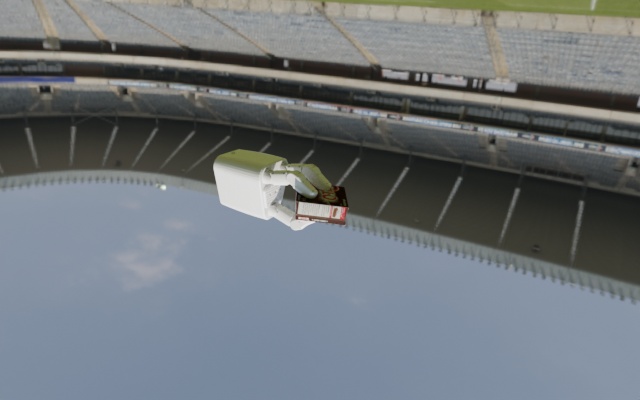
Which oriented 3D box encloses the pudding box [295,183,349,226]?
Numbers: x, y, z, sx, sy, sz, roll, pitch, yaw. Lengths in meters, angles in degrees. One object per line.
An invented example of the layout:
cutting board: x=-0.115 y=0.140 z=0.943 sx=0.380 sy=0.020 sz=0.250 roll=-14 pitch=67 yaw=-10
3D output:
pudding box: x=0.000 y=0.003 z=0.844 sx=0.090 sy=0.039 sz=0.113 roll=6 pitch=22 yaw=-4
